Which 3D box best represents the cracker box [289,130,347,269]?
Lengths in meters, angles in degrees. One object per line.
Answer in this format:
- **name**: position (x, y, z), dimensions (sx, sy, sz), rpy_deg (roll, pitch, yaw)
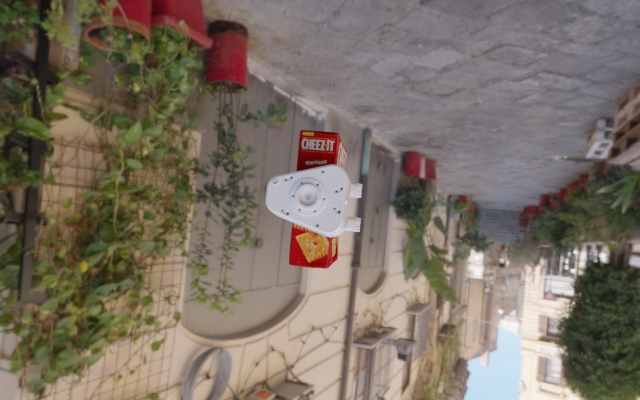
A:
- **cracker box**: position (0.000, 0.003, 0.817), dimensions (0.072, 0.213, 0.164), rpy_deg (5, -3, 7)
